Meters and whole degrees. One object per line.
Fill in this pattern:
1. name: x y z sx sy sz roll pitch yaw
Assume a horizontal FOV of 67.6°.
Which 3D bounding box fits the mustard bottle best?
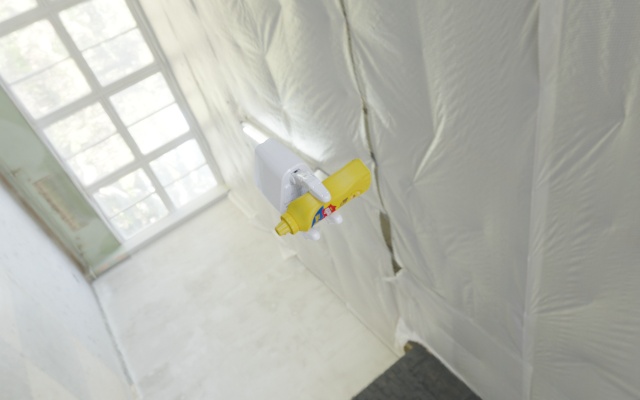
1. mustard bottle: 0.001 0.003 0.852 0.191 0.058 0.096 -34 -13 -18
